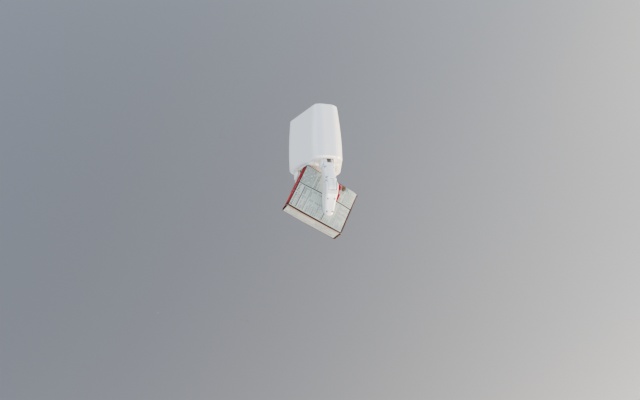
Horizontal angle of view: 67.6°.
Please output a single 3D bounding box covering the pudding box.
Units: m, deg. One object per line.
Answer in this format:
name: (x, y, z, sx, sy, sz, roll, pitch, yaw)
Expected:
pudding box: (0.000, 0.003, 0.858, 0.113, 0.090, 0.039, 29, -25, -7)
